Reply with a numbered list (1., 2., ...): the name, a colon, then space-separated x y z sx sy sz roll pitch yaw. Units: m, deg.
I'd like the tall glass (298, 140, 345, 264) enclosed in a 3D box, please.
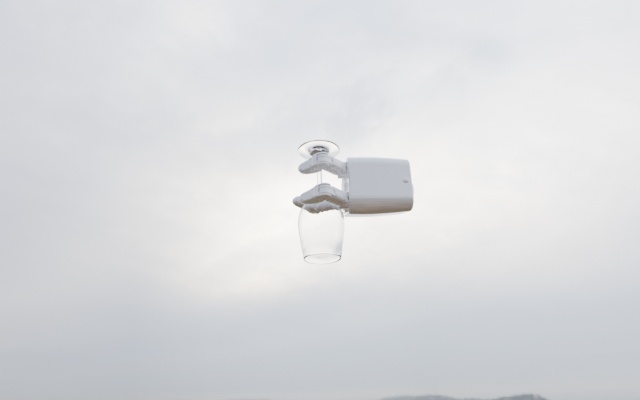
1. tall glass: 0.000 0.002 0.807 0.079 0.201 0.079 -1 -23 -1
